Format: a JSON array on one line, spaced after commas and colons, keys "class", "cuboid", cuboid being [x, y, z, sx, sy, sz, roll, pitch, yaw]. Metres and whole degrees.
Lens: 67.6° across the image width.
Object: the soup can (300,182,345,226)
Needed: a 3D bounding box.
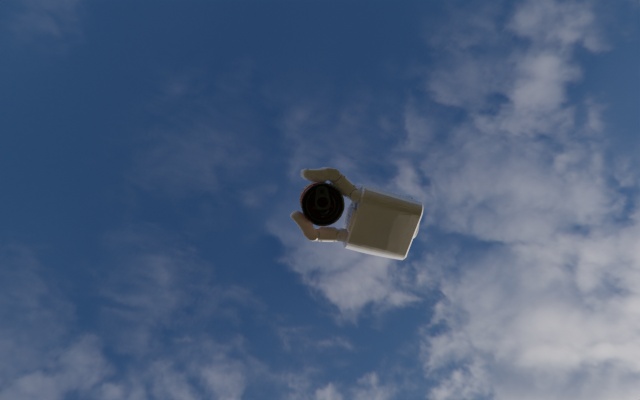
[{"class": "soup can", "cuboid": [0.000, 0.003, 0.793, 0.068, 0.068, 0.102, 0, 5, -5]}]
